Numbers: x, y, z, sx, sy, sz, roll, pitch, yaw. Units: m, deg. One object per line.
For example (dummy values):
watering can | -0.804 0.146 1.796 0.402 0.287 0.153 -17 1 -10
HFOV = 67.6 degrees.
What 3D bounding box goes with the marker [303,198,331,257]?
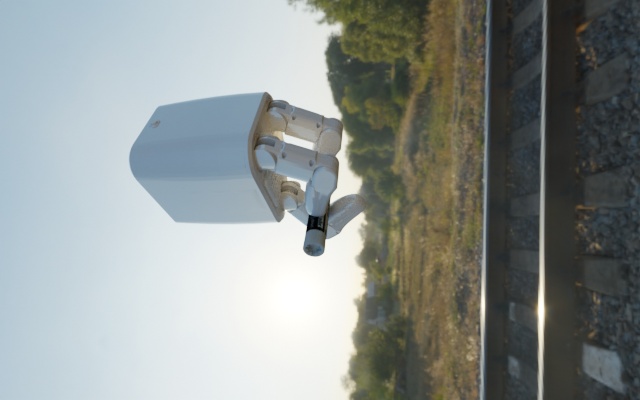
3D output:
marker | 0.000 0.001 0.442 0.020 0.020 0.121 0 42 7
